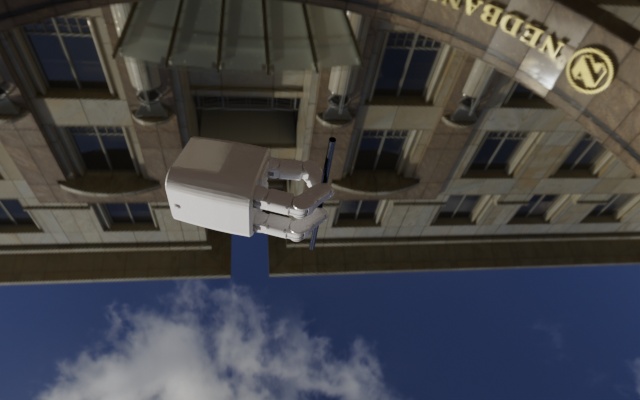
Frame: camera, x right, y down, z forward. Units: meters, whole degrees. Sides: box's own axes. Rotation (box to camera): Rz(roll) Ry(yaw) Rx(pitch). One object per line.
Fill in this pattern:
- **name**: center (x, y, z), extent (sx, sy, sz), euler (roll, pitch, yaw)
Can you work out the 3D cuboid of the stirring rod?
- **stirring rod**: center (0.000, 0.002, 0.626), extent (0.011, 0.011, 0.240), euler (0, -35, -8)
